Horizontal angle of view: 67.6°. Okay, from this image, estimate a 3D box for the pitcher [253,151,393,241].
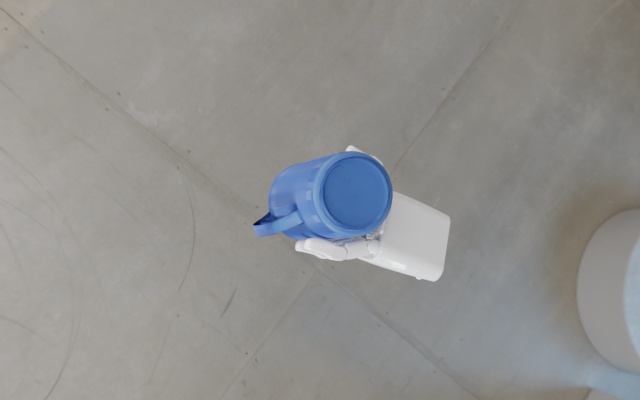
[{"bbox_3d":[0.000,0.002,0.697,0.145,0.149,0.243,20,-8,-14],"label":"pitcher"}]
